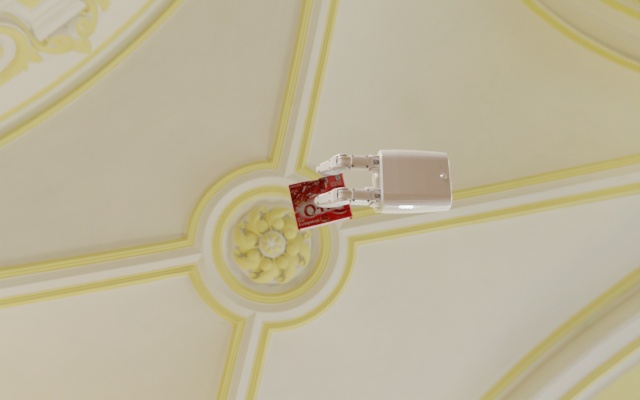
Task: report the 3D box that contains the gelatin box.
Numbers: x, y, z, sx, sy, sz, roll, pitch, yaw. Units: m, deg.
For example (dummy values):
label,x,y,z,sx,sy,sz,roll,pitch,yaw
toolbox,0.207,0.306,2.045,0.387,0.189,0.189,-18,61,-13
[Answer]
label,x,y,z,sx,sy,sz,roll,pitch,yaw
gelatin box,0.000,0.003,0.755,0.089,0.073,0.030,-13,-10,0
